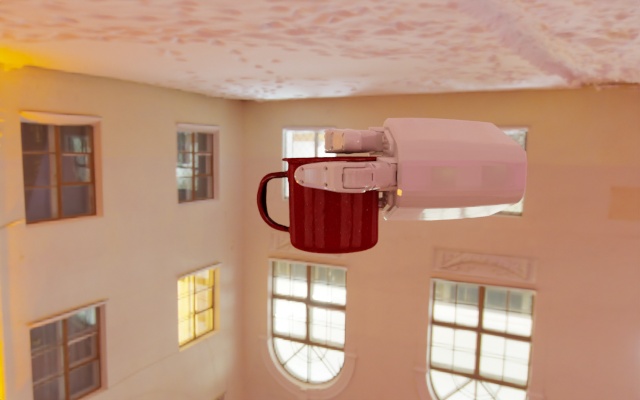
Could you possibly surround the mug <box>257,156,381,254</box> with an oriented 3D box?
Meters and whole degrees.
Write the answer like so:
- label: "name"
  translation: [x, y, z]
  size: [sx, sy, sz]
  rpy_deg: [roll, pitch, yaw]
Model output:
- label: "mug"
  translation: [-0.001, 0.002, 0.435]
  size: [0.117, 0.081, 0.093]
  rpy_deg: [-1, 6, 1]
